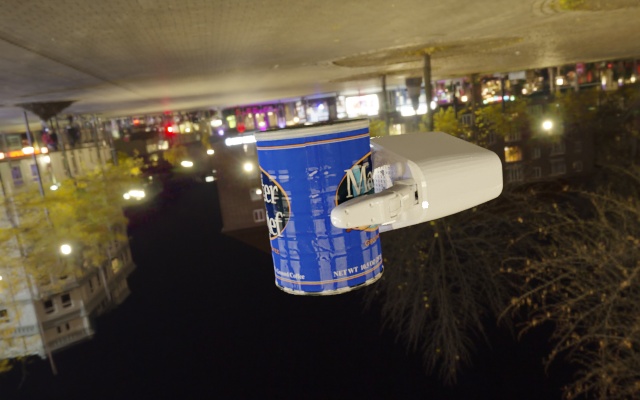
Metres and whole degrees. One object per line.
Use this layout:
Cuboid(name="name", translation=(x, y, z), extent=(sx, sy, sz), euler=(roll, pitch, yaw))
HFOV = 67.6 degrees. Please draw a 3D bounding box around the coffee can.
Cuboid(name="coffee can", translation=(0.000, 0.001, 0.435), extent=(0.103, 0.140, 0.103), euler=(-7, 10, 1))
